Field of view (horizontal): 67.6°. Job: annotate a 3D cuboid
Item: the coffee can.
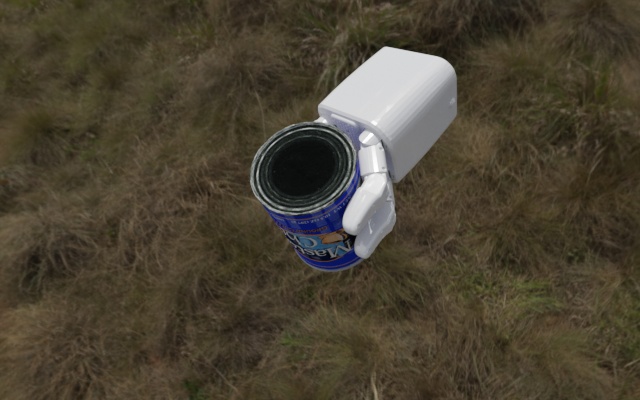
[{"bbox_3d":[0.000,0.002,0.496,0.103,0.102,0.140,0,-29,16],"label":"coffee can"}]
